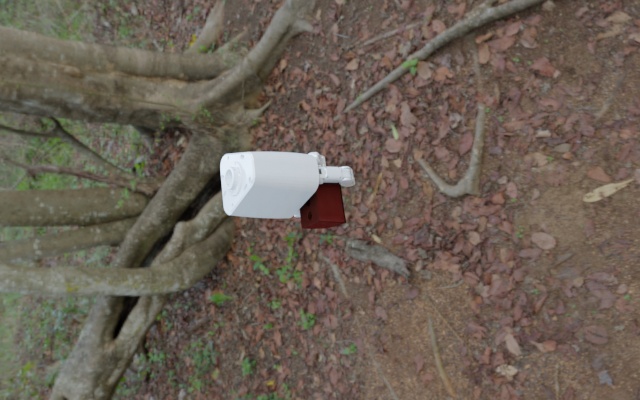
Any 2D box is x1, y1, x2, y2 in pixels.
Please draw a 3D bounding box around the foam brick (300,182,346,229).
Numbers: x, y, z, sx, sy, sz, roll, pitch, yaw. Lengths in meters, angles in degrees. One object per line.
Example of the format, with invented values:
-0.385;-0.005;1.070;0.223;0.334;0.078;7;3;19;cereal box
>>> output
0.000;0.003;0.742;0.051;0.078;0.053;1;-16;-35;foam brick
